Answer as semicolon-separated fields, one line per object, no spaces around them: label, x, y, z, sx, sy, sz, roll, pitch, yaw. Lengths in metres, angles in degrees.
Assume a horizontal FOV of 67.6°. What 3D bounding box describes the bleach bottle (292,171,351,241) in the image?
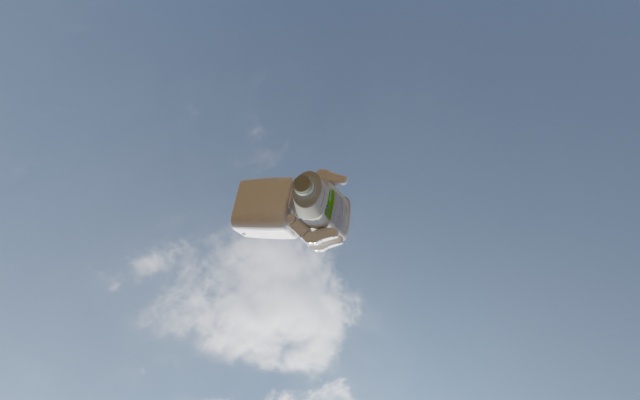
bleach bottle;0.000;0.003;0.853;0.068;0.102;0.251;0;-17;14
